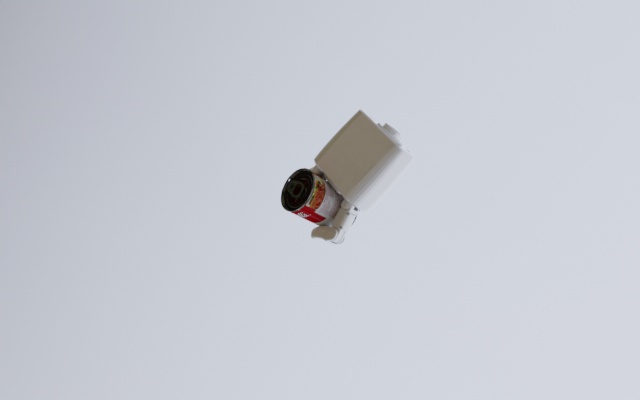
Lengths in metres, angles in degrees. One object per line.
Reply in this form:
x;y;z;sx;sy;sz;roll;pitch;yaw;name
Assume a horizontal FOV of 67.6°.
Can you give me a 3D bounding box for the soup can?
0.000;0.003;0.717;0.068;0.068;0.102;0;-21;47;soup can
